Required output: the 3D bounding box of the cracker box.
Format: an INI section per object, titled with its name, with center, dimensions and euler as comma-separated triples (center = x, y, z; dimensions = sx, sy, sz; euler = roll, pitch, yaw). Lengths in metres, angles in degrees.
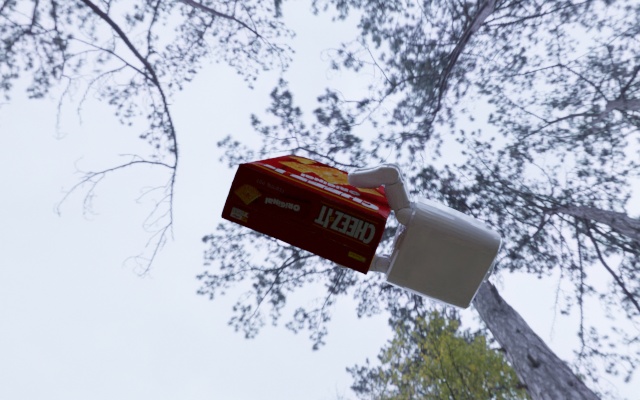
[cracker box]
center = 0.000, 0.002, 0.580
dimensions = 0.164, 0.072, 0.213
euler = 20, 11, 7
